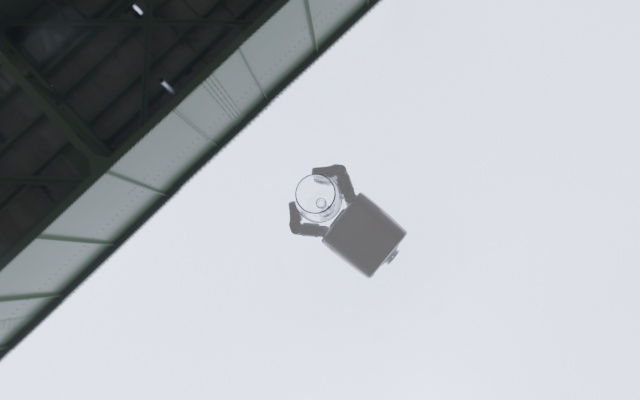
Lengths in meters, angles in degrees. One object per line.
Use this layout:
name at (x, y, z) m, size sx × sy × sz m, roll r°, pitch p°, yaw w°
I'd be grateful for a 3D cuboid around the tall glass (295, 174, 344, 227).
tall glass at (0.000, 0.003, 0.819) m, size 0.079 × 0.079 × 0.201 m, roll 0°, pitch -8°, yaw 5°
